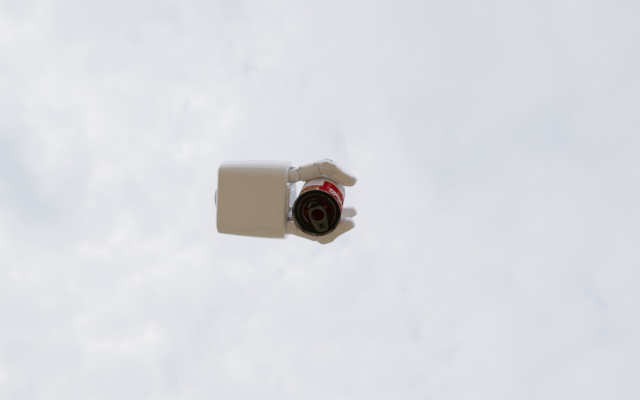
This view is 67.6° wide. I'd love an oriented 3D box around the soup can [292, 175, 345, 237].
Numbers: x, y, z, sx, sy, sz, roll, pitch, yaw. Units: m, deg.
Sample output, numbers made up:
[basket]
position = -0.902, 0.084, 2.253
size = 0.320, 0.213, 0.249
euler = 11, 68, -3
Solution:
[soup can]
position = 0.001, 0.002, 0.695
size = 0.068, 0.068, 0.102
euler = 0, 18, 7
